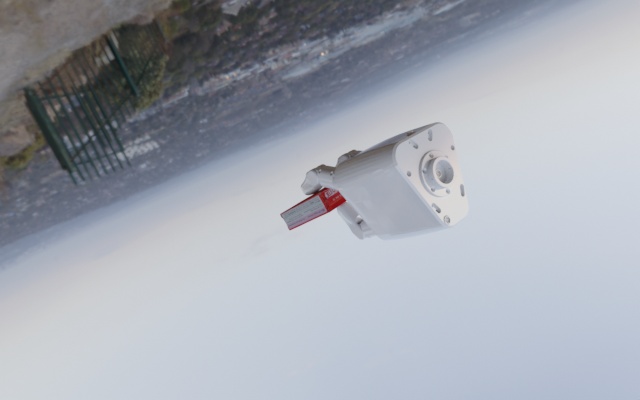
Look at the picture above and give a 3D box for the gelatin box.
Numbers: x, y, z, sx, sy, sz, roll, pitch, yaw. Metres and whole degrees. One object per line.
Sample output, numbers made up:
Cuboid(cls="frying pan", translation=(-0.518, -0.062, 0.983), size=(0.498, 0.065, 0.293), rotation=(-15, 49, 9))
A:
Cuboid(cls="gelatin box", translation=(0.000, 0.003, 0.638), size=(0.089, 0.030, 0.073), rotation=(-28, 2, 46))
